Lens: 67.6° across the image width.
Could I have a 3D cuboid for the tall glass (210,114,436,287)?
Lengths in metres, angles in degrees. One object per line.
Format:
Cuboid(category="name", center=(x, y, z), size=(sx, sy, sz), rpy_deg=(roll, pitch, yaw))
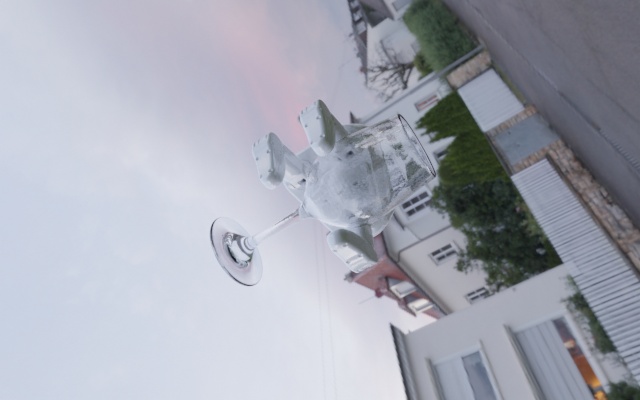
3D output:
Cuboid(category="tall glass", center=(-0.001, 0.002, 0.430), size=(0.201, 0.079, 0.079), rpy_deg=(-30, -11, 19))
